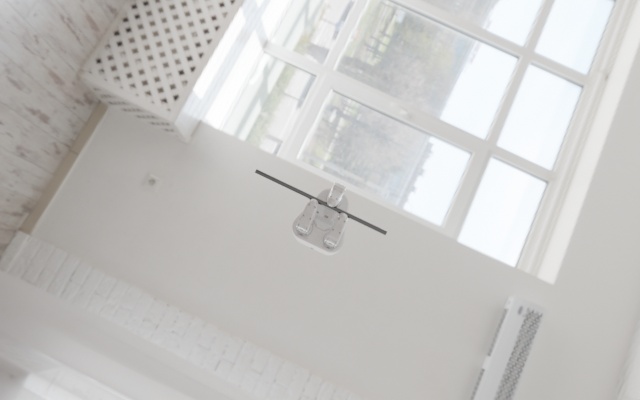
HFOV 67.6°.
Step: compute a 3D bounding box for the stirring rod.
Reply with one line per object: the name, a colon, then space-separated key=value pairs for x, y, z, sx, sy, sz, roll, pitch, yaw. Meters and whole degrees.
stirring rod: x=0.000 y=0.003 z=0.794 sx=0.239 sy=0.011 sz=0.011 roll=26 pitch=1 yaw=3
